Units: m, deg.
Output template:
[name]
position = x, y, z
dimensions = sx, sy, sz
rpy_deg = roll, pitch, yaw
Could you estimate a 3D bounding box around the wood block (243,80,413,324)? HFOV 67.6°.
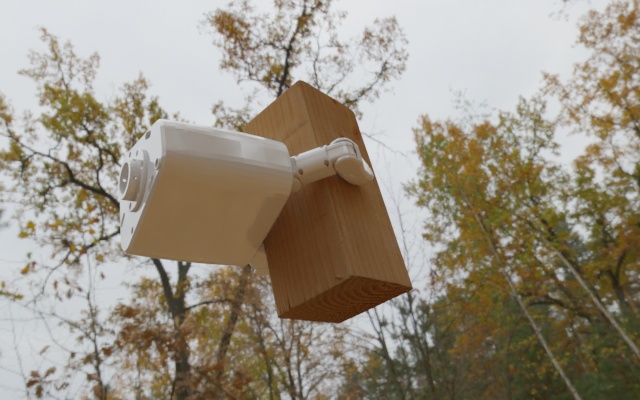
[wood block]
position = 0.000, 0.001, 0.458
dimensions = 0.091, 0.206, 0.090
rpy_deg = -33, -34, 30
